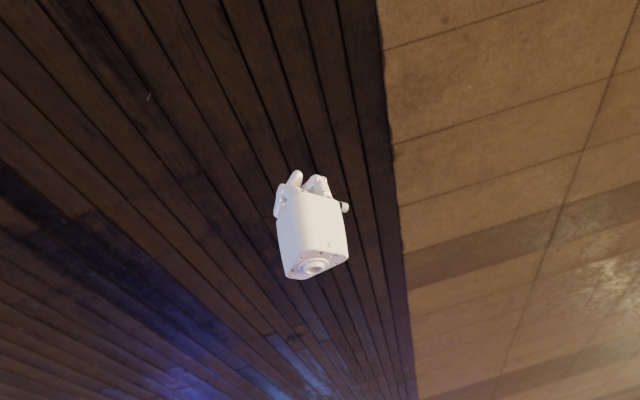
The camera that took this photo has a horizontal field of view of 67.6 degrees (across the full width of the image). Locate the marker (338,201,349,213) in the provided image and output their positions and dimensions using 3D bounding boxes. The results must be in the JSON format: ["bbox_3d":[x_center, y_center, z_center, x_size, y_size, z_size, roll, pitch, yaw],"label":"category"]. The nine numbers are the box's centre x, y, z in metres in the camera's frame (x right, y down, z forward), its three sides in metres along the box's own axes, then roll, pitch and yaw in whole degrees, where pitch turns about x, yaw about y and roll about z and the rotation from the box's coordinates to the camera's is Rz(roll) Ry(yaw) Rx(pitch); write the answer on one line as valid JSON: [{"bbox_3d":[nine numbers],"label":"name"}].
[{"bbox_3d":[0.000,0.003,0.888,0.121,0.020,0.020,14,-8,-34],"label":"marker"}]
